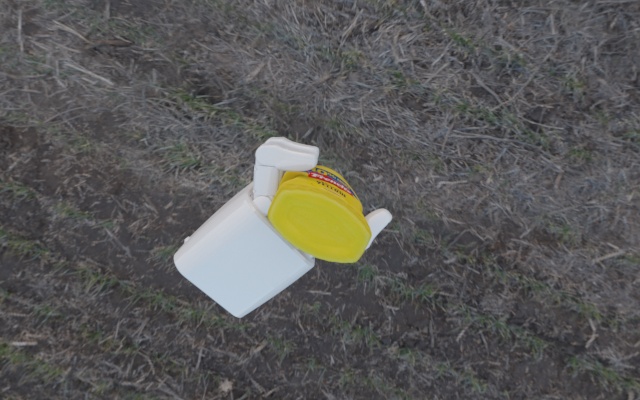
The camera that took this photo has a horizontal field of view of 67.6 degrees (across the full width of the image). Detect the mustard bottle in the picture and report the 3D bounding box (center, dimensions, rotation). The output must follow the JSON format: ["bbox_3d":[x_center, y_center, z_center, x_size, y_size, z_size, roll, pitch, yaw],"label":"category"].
[{"bbox_3d":[0.000,0.001,0.515,0.096,0.058,0.191,26,13,-6],"label":"mustard bottle"}]
